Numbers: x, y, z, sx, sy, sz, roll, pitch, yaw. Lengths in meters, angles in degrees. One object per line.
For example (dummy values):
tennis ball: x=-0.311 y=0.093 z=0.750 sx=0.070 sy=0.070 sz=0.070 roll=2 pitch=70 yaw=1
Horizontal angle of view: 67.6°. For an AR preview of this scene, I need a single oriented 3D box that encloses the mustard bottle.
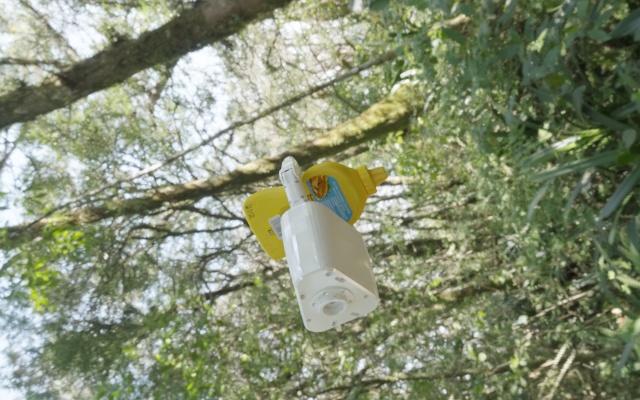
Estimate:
mustard bottle: x=0.000 y=0.002 z=0.643 sx=0.191 sy=0.096 sz=0.058 roll=-25 pitch=16 yaw=9
